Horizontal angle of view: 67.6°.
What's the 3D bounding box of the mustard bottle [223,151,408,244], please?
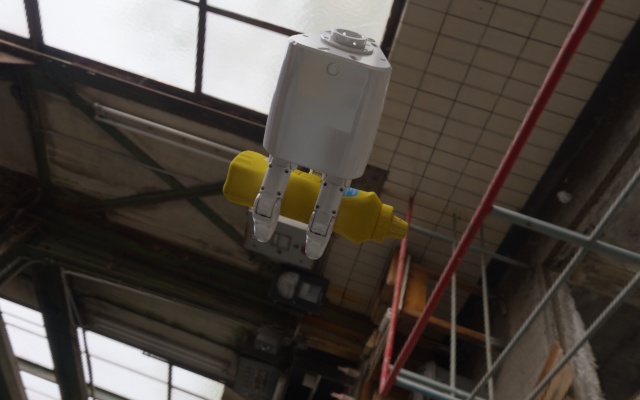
[{"bbox_3d":[0.000,0.002,0.511,0.191,0.058,0.096,18,6,4],"label":"mustard bottle"}]
